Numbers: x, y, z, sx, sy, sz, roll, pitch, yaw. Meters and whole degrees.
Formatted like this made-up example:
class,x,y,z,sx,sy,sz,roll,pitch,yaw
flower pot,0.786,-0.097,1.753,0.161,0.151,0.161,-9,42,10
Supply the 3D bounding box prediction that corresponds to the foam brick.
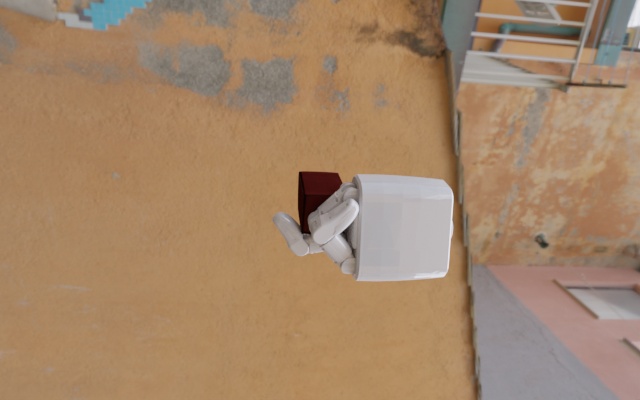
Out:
class,x,y,z,sx,sy,sz,roll,pitch,yaw
foam brick,0.000,0.002,0.584,0.051,0.053,0.078,0,25,-7
